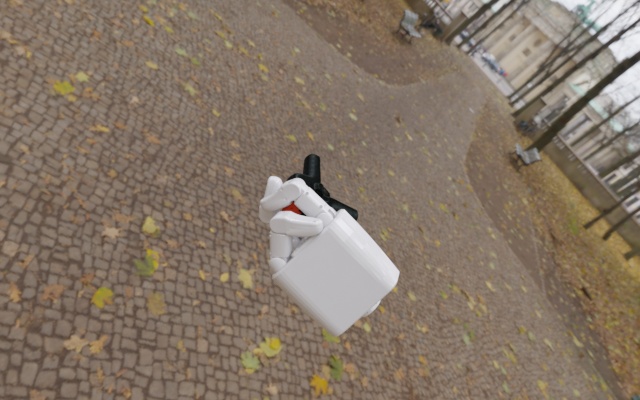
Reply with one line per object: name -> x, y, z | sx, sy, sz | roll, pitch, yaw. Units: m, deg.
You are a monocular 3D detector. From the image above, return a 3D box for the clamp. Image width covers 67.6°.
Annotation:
clamp -> 0.000, 0.002, 0.652 | 0.039, 0.120, 0.171 | -42, 4, 25
